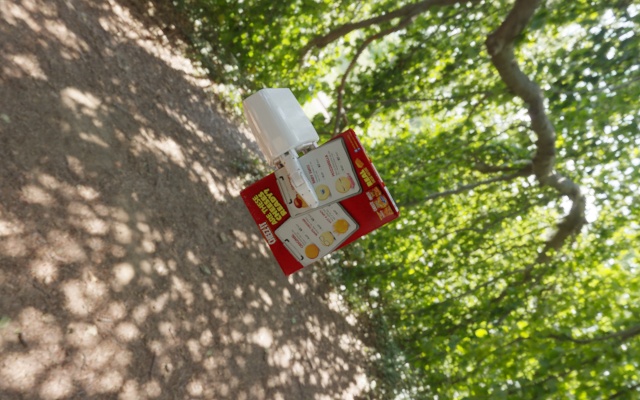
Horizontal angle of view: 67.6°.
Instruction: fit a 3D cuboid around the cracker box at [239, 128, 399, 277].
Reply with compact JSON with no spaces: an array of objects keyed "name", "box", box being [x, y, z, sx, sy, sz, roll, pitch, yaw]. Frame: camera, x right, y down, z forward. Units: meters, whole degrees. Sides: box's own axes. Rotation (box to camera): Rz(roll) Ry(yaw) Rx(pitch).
[{"name":"cracker box","box":[0.000,0.003,0.799,0.214,0.164,0.072,-29,-1,10]}]
